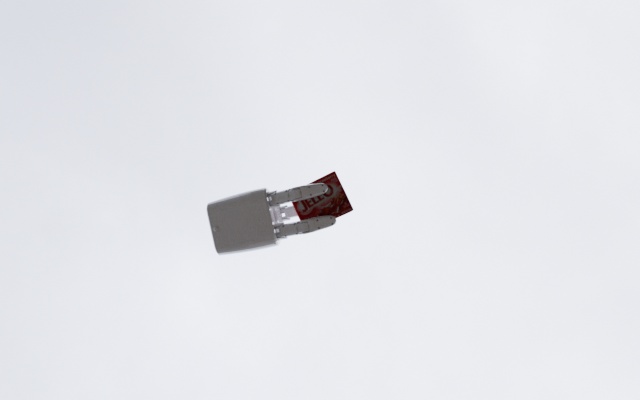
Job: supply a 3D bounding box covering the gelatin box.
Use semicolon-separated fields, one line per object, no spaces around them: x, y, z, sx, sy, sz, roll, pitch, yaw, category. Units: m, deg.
0.000;0.002;0.797;0.089;0.073;0.030;-25;-1;1;gelatin box
